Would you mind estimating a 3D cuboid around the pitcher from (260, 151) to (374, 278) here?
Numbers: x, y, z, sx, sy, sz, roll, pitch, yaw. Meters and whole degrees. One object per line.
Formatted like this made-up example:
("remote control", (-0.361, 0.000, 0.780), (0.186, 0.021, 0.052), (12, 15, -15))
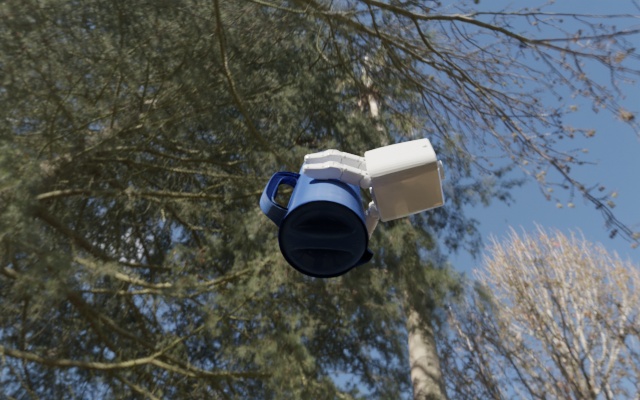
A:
("pitcher", (0.000, 0.003, 0.792), (0.145, 0.149, 0.242), (-15, 25, 10))
